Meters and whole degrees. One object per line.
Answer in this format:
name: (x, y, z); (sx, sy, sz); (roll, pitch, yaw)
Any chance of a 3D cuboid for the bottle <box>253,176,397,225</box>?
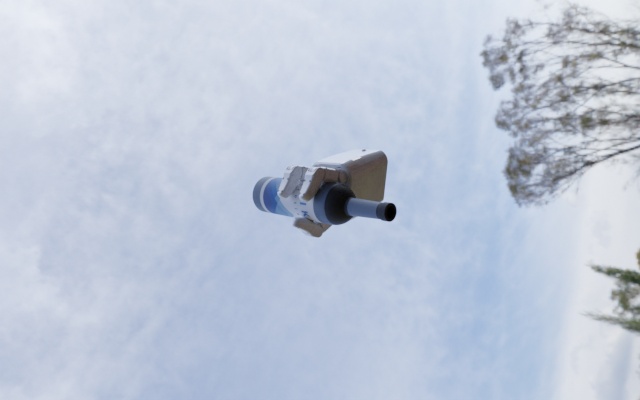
bottle: (0.000, 0.003, 0.784); (0.069, 0.069, 0.295); (0, 6, -43)
